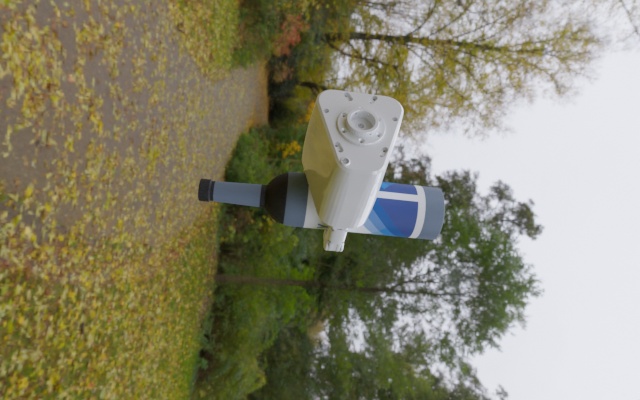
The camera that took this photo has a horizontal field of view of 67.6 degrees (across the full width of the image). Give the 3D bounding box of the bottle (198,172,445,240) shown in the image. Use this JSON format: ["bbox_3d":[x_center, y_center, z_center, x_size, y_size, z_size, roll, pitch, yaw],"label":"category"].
[{"bbox_3d":[0.000,0.002,0.591,0.296,0.069,0.069,6,-1,-6],"label":"bottle"}]
